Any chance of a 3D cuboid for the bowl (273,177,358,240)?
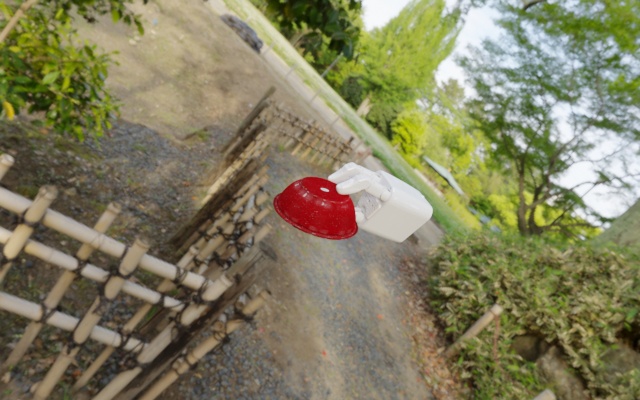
[{"bbox_3d":[-0.001,0.002,0.847,0.162,0.055,0.162,17,24,-8],"label":"bowl"}]
